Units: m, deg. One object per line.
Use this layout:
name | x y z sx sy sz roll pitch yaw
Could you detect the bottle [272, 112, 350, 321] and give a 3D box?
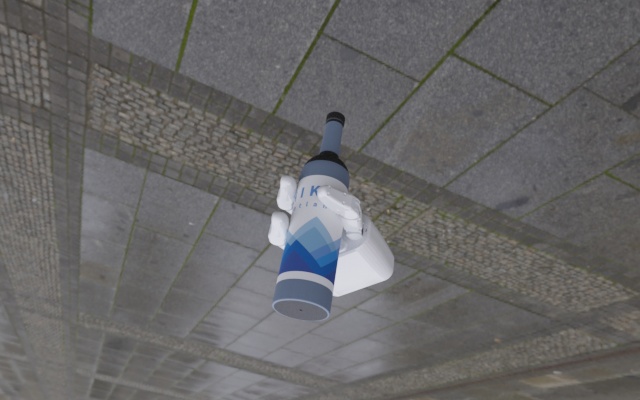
bottle | 0.000 0.002 0.615 0.069 0.295 0.069 7 -32 5
